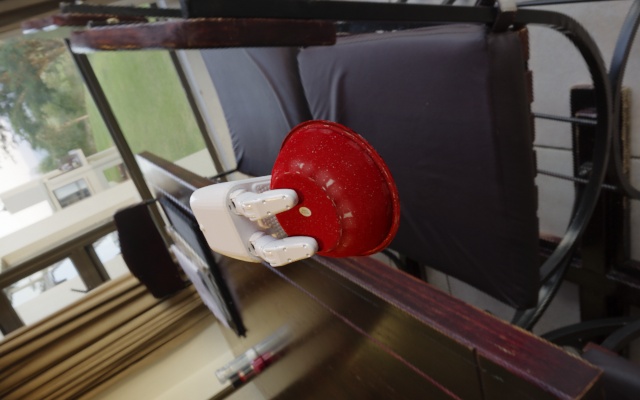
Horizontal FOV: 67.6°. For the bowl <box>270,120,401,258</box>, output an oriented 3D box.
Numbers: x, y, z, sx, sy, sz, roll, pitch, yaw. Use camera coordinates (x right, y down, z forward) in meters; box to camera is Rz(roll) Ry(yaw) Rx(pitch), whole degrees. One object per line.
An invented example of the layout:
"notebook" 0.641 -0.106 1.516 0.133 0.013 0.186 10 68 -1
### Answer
"bowl" 0.001 0.001 0.496 0.162 0.162 0.055 0 26 42
